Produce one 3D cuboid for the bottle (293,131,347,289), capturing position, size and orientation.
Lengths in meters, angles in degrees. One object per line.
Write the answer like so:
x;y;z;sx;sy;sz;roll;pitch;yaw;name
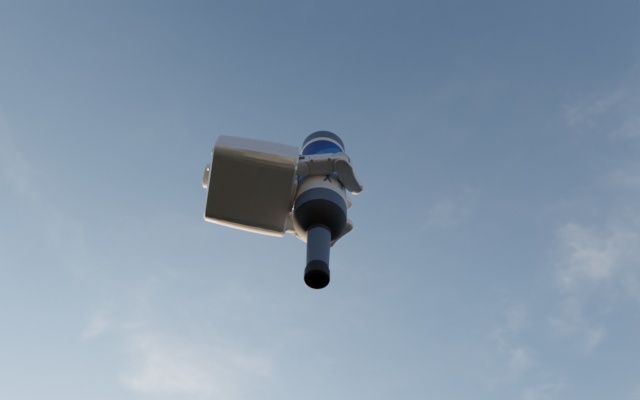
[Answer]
0.000;0.002;0.612;0.069;0.069;0.295;0;33;2;bottle
